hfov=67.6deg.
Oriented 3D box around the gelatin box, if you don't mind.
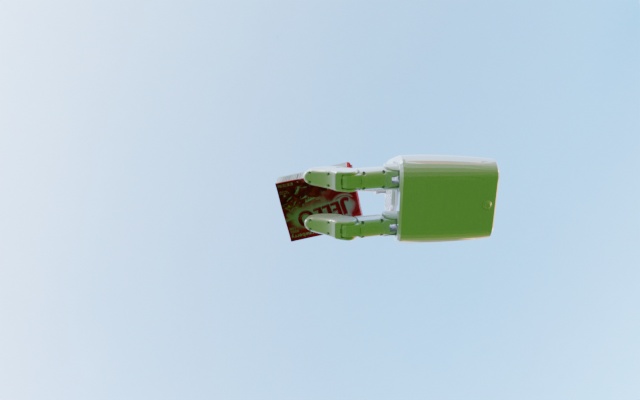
[{"bbox_3d":[0.000,0.002,0.549,0.089,0.073,0.030,-12,18,7],"label":"gelatin box"}]
